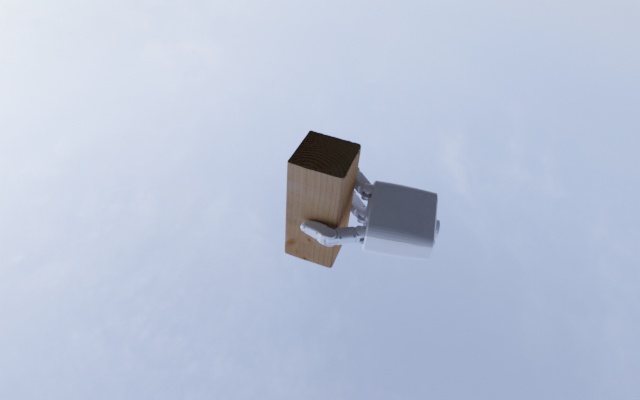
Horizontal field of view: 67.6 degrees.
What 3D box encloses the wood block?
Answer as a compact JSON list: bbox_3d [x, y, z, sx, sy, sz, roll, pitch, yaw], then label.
[{"bbox_3d":[0.000,0.003,0.782,0.090,0.206,0.090,17,45,12],"label":"wood block"}]
